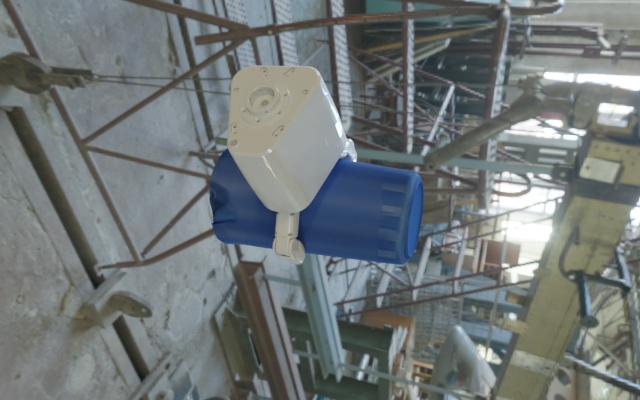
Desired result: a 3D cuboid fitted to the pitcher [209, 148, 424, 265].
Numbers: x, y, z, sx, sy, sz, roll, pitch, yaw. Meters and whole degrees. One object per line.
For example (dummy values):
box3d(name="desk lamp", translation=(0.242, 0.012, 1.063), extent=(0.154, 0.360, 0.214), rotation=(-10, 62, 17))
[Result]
box3d(name="pitcher", translation=(0.000, 0.002, 0.592), extent=(0.243, 0.149, 0.145), rotation=(8, -25, 20))
